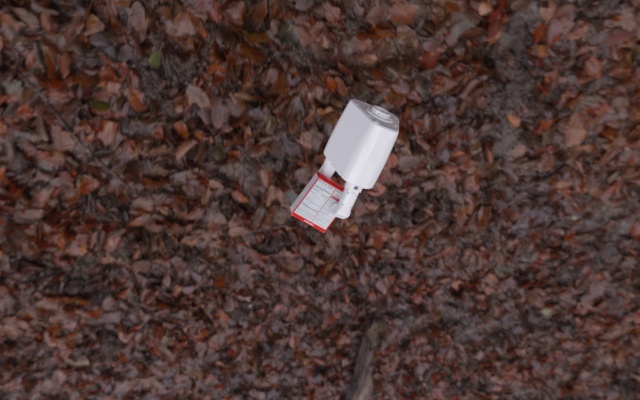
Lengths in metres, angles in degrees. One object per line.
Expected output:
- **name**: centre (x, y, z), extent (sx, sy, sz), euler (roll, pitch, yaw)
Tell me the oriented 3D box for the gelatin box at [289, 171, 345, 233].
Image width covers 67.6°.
- **gelatin box**: centre (0.000, 0.003, 0.844), extent (0.073, 0.089, 0.030), euler (30, 17, -23)
